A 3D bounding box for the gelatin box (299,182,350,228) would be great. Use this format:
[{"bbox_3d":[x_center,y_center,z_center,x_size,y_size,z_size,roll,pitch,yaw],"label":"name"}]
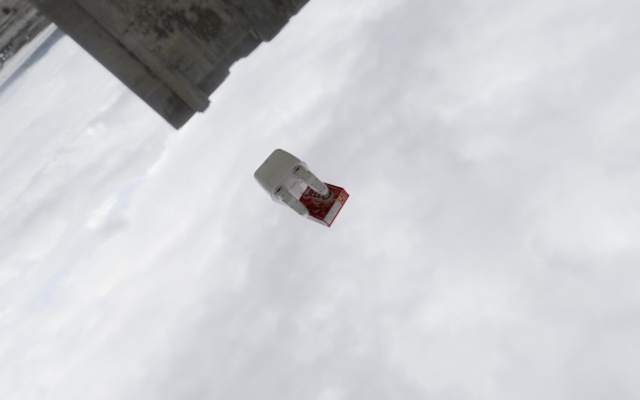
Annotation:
[{"bbox_3d":[0.001,0.003,0.887,0.089,0.073,0.030,20,-19,46],"label":"gelatin box"}]
